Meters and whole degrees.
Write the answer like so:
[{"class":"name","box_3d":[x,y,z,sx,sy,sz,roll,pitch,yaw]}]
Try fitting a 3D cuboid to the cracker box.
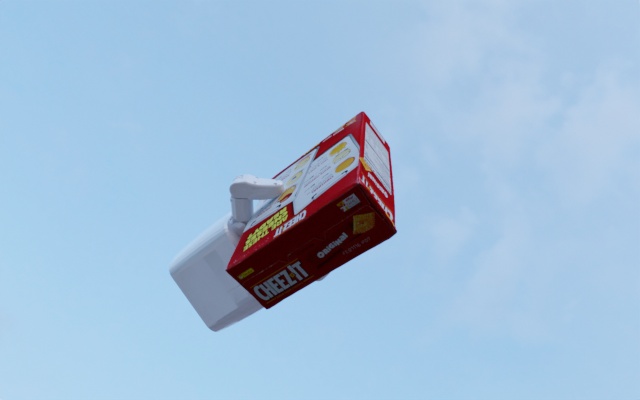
[{"class":"cracker box","box_3d":[0.000,0.002,0.537,0.164,0.072,0.213,-34,19,21]}]
